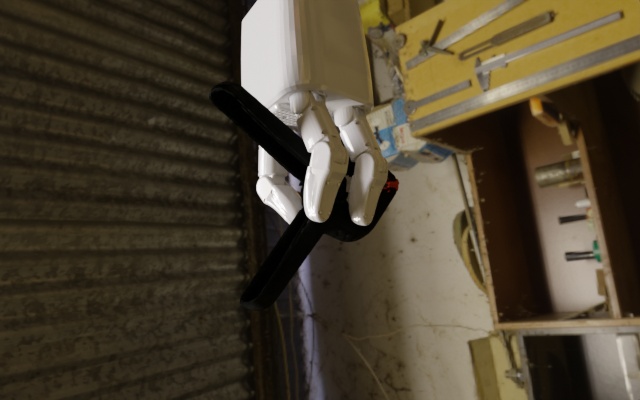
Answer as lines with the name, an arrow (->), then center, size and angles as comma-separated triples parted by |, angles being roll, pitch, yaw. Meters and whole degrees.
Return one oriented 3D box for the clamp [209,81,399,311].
clamp -> 0.000, 0.001, 0.404 | 0.036, 0.164, 0.210 | -11, -11, 41
